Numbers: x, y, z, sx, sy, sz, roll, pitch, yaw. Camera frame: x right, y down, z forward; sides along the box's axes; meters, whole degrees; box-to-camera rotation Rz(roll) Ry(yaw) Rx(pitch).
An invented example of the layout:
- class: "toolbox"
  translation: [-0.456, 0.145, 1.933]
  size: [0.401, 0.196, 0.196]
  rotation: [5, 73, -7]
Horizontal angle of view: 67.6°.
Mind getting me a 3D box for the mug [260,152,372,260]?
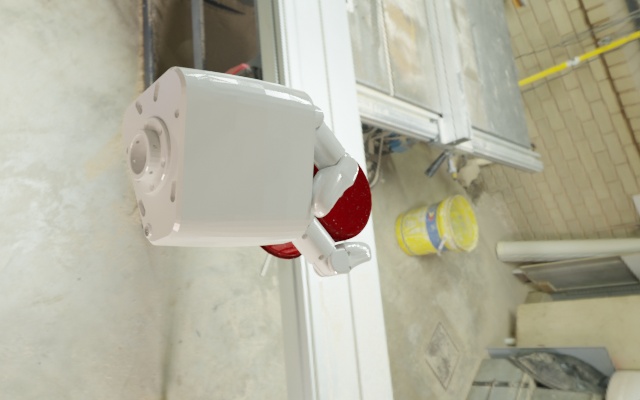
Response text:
- class: "mug"
  translation: [0.001, 0.001, 0.439]
  size: [0.117, 0.093, 0.081]
  rotation: [1, -13, -44]
